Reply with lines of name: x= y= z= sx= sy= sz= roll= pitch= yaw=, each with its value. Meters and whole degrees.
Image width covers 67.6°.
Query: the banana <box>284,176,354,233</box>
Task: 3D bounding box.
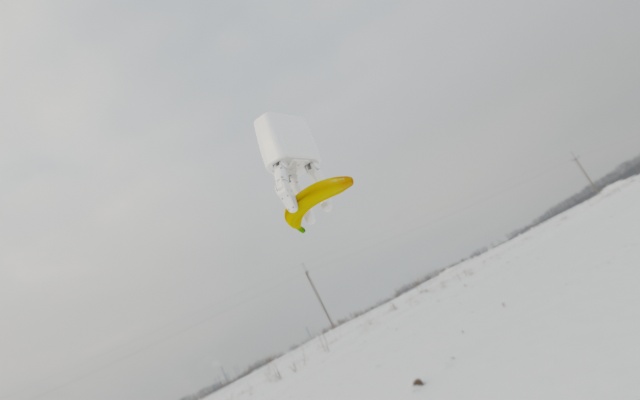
banana: x=-0.017 y=0.003 z=0.884 sx=0.069 sy=0.037 sz=0.198 roll=5 pitch=-31 yaw=-31
